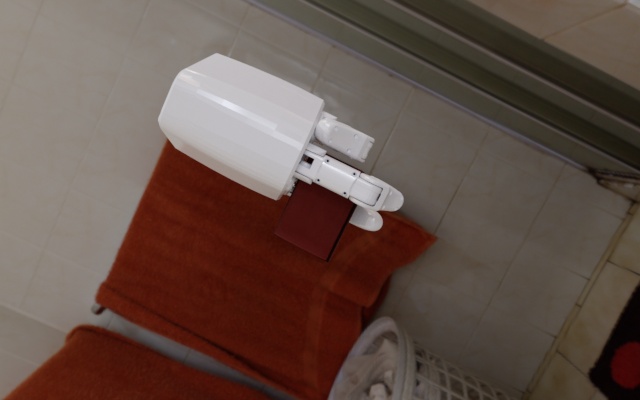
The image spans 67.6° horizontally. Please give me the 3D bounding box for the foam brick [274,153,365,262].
[{"bbox_3d":[0.000,0.002,0.403,0.051,0.078,0.053,25,9,-6],"label":"foam brick"}]
